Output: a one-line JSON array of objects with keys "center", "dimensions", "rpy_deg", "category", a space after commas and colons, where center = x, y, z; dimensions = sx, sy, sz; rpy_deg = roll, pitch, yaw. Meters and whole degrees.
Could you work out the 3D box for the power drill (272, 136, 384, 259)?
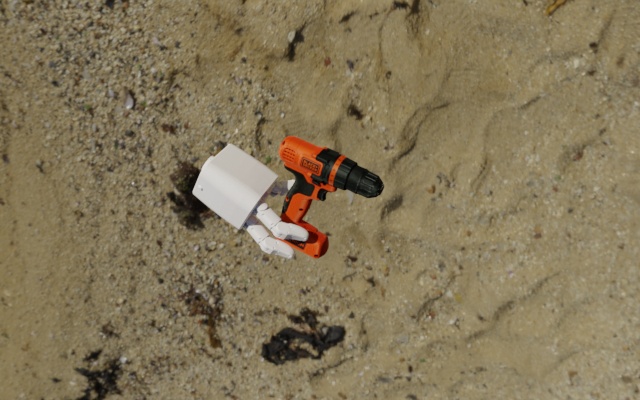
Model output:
[{"center": [0.000, 0.003, 0.807], "dimensions": [0.184, 0.188, 0.057], "rpy_deg": [27, 29, 17], "category": "power drill"}]
